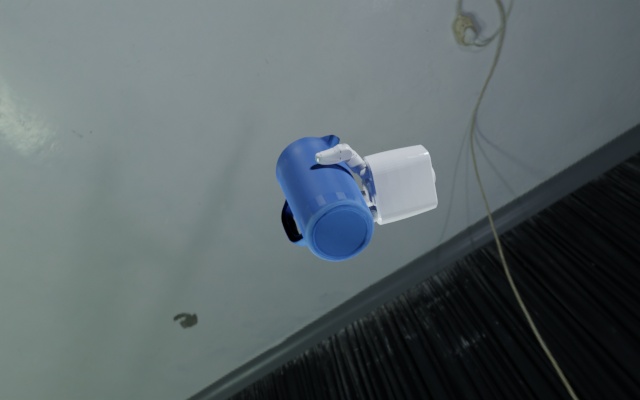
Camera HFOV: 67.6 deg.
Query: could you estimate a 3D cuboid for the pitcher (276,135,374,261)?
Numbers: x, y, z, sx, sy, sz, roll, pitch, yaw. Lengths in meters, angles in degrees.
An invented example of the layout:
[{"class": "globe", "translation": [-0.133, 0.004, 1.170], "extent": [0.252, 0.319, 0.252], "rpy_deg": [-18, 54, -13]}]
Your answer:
[{"class": "pitcher", "translation": [0.000, 0.003, 0.811], "extent": [0.145, 0.149, 0.242], "rpy_deg": [-15, 30, -5]}]
